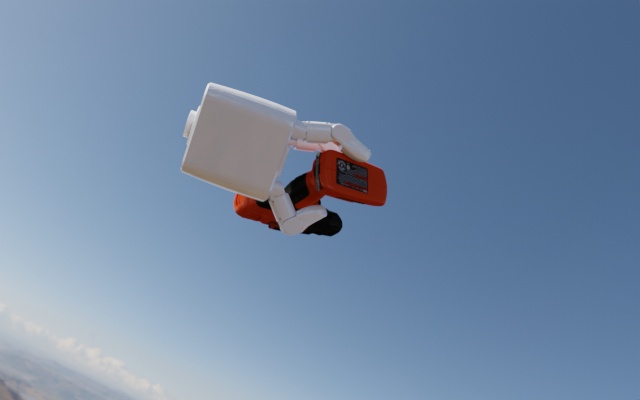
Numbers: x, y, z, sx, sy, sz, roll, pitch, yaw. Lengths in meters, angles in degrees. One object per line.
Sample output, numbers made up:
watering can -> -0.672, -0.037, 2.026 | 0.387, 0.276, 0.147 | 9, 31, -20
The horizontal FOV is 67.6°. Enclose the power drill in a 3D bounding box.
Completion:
power drill -> 0.000, 0.002, 0.656 | 0.184, 0.057, 0.188 | 15, -26, -36
